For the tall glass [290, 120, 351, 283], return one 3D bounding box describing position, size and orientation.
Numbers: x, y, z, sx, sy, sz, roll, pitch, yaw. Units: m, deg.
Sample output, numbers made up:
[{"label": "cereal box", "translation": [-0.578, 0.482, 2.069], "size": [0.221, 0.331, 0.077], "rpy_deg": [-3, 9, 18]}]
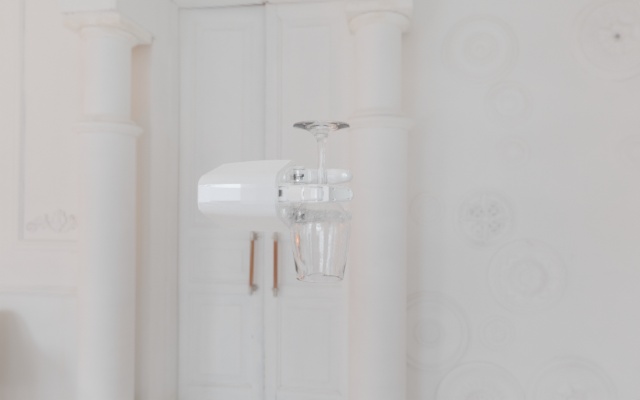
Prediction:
[{"label": "tall glass", "translation": [0.000, 0.001, 0.619], "size": [0.079, 0.201, 0.079], "rpy_deg": [0, -1, 0]}]
